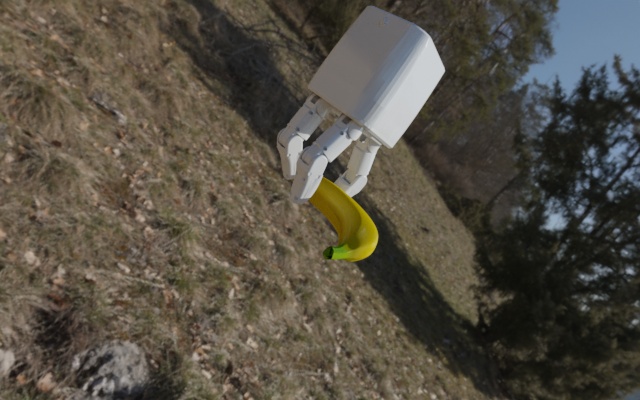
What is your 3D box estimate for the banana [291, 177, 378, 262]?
[{"bbox_3d":[0.016,0.011,0.498,0.070,0.037,0.197,29,13,-24],"label":"banana"}]
